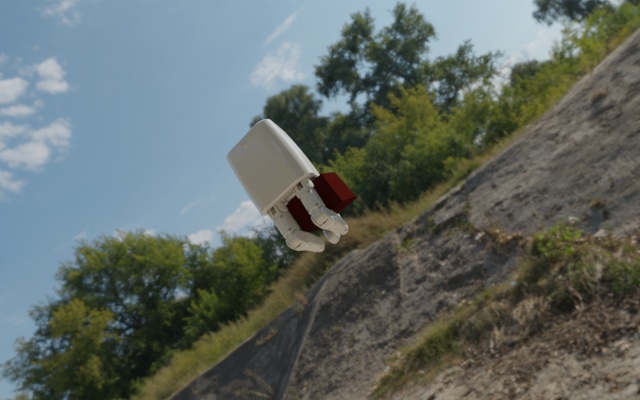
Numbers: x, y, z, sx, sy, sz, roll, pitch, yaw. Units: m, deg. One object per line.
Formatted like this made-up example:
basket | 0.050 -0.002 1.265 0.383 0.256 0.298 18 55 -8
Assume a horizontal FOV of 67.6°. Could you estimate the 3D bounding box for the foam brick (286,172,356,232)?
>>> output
foam brick | 0.000 0.002 0.687 0.078 0.051 0.053 -41 -13 23
